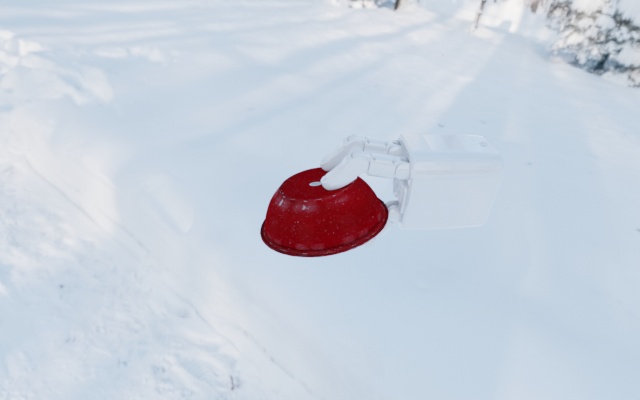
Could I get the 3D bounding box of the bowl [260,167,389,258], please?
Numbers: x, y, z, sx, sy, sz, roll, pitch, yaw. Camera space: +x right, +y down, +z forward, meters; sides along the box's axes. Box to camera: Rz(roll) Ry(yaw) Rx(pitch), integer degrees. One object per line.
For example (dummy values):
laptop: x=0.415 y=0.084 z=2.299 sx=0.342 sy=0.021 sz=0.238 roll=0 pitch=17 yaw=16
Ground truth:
bowl: x=-0.001 y=0.002 z=0.582 sx=0.162 sy=0.055 sz=0.162 roll=-9 pitch=27 yaw=4
